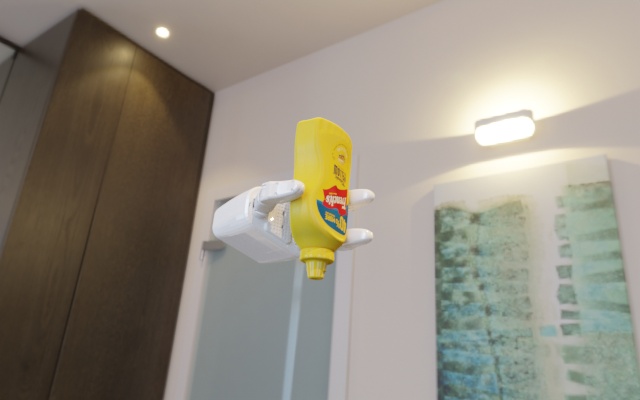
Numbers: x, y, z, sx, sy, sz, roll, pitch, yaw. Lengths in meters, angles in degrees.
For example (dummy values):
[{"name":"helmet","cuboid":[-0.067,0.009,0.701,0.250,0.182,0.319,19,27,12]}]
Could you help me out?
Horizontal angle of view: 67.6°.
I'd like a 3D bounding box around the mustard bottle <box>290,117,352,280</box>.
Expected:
[{"name":"mustard bottle","cuboid":[0.000,0.002,0.589,0.058,0.191,0.096,-6,-22,28]}]
